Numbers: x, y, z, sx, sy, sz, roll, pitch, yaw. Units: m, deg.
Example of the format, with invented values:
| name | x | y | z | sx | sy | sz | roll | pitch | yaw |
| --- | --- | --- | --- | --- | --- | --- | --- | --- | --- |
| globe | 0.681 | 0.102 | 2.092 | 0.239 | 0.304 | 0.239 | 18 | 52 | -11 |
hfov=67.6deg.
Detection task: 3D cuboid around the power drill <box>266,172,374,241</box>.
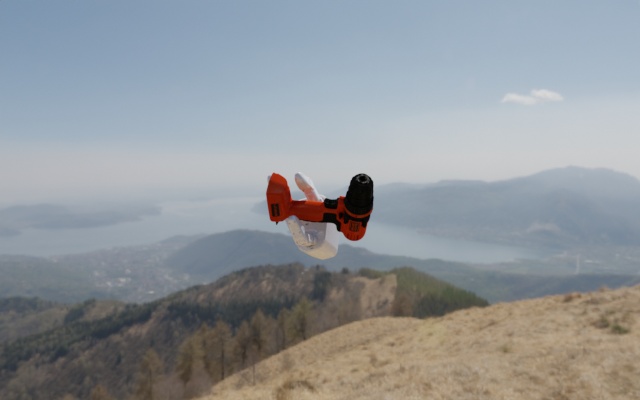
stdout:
| name | x | y | z | sx | sy | sz | roll | pitch | yaw |
| --- | --- | --- | --- | --- | --- | --- | --- | --- | --- |
| power drill | 0.000 | 0.003 | 0.853 | 0.187 | 0.057 | 0.185 | 11 | -34 | 6 |
